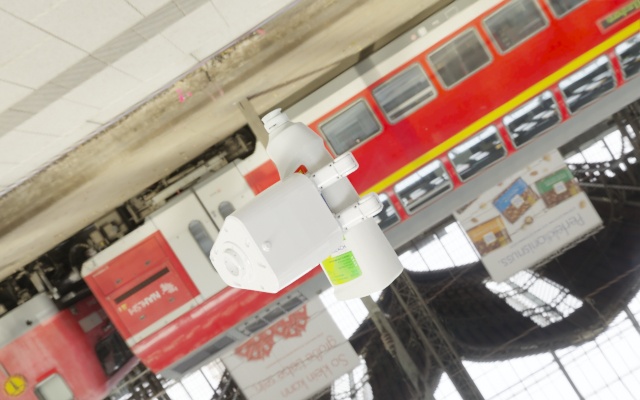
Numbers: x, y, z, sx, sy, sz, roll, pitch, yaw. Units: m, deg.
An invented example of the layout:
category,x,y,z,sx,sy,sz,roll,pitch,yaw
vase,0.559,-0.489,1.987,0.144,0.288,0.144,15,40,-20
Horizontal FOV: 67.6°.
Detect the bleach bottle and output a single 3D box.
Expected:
category,x,y,z,sx,sy,sz,roll,pitch,yaw
bleach bottle,0.000,0.002,0.604,0.068,0.251,0.102,-34,3,-40
